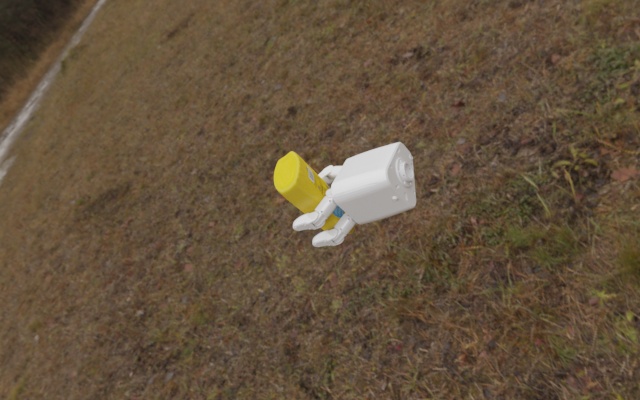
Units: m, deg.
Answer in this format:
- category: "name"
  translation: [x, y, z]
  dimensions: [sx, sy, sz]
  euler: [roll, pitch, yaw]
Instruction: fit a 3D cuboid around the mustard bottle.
- category: "mustard bottle"
  translation: [0.000, 0.003, 0.842]
  dimensions: [0.058, 0.096, 0.192]
  euler: [-35, -53, 18]
